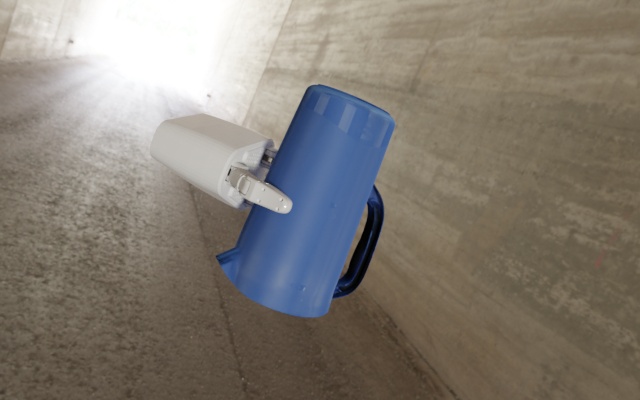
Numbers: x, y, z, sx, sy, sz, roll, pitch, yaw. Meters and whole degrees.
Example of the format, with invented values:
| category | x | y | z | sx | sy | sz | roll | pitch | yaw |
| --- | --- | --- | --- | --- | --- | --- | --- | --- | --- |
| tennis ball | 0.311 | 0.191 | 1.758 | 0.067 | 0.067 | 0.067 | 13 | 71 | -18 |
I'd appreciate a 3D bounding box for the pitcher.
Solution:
| category | x | y | z | sx | sy | sz | roll | pitch | yaw |
| --- | --- | --- | --- | --- | --- | --- | --- | --- | --- |
| pitcher | 0.000 | 0.002 | 0.553 | 0.145 | 0.243 | 0.149 | 25 | 8 | 17 |
